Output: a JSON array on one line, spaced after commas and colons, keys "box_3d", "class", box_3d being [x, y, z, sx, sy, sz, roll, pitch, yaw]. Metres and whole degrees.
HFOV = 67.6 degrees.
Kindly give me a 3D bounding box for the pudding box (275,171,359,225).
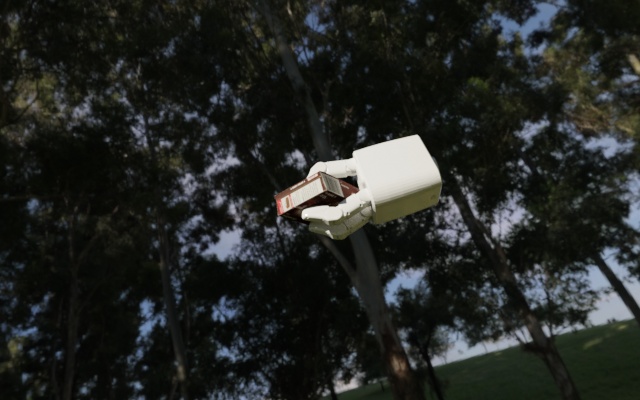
[{"box_3d": [0.000, 0.002, 0.727, 0.090, 0.039, 0.113, -29, -30, 26], "class": "pudding box"}]
